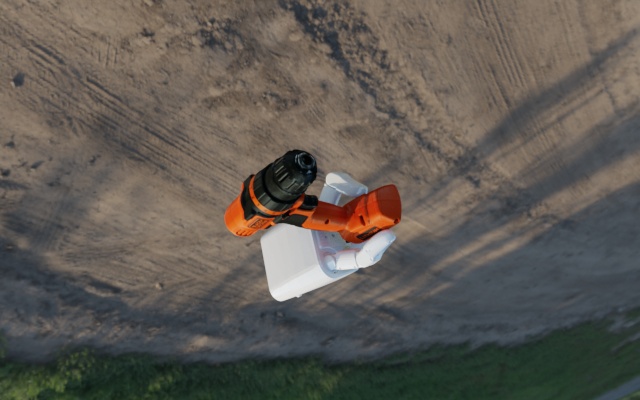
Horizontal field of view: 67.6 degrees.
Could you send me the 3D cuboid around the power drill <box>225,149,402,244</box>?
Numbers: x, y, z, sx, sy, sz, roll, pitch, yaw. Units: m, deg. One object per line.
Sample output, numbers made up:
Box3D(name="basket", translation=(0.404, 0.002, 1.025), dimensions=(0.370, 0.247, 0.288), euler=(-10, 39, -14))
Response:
Box3D(name="power drill", translation=(0.000, 0.002, 0.561), dimensions=(0.188, 0.057, 0.184), euler=(10, -24, -29))
